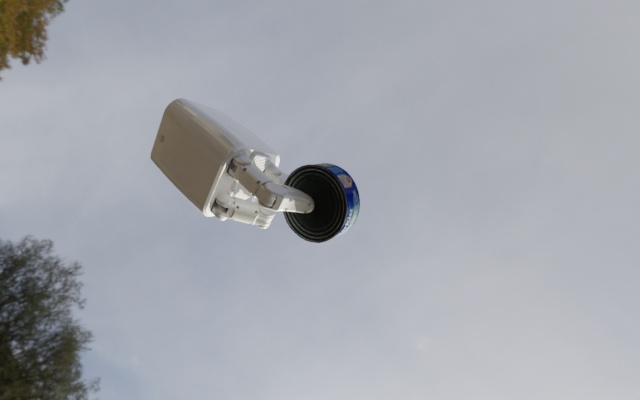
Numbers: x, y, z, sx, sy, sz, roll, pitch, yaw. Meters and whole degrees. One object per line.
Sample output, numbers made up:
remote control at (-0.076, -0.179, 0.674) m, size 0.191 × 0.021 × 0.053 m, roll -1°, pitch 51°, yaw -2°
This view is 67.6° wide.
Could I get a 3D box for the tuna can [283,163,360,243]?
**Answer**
tuna can at (0.000, 0.002, 0.529) m, size 0.086 × 0.086 × 0.034 m, roll 0°, pitch 8°, yaw 34°
